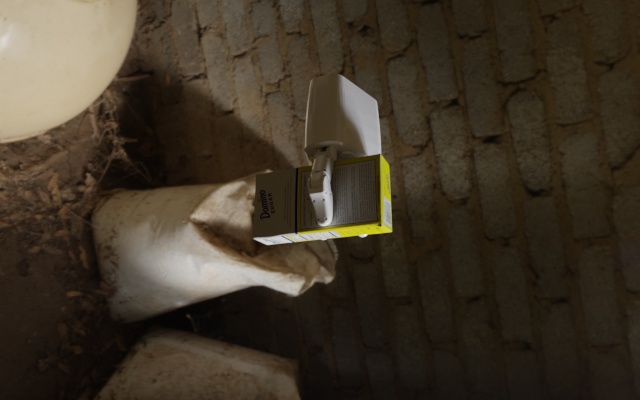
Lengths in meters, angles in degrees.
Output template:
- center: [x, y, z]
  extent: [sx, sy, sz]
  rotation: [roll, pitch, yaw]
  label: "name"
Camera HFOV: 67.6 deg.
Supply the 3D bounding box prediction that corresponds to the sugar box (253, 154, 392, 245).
- center: [0.000, 0.002, 0.615]
  extent: [0.176, 0.093, 0.048]
  rotation: [-8, -20, 24]
  label: "sugar box"
